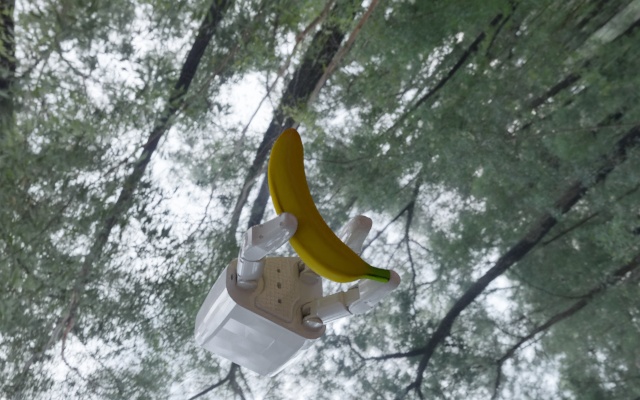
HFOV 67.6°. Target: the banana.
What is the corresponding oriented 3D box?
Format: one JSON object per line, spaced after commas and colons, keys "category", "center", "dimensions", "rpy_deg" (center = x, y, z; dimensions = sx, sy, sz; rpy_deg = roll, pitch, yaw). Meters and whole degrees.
{"category": "banana", "center": [-0.013, 0.006, 0.457], "dimensions": [0.069, 0.197, 0.037], "rpy_deg": [-6, -36, -40]}
